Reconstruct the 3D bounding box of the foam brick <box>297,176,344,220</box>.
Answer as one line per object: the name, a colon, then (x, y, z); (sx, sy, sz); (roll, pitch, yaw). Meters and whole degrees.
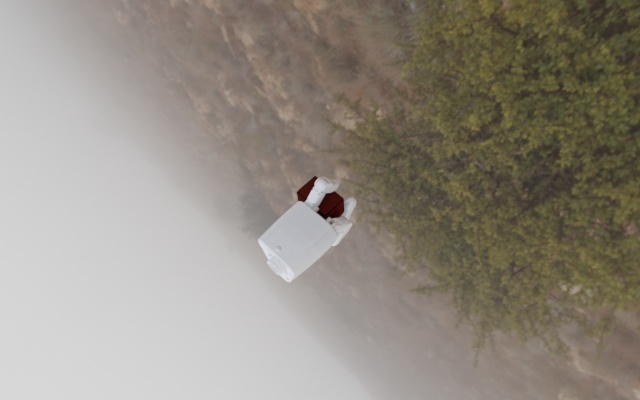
foam brick: (0.000, 0.003, 0.899); (0.078, 0.051, 0.053); (40, -21, 24)
